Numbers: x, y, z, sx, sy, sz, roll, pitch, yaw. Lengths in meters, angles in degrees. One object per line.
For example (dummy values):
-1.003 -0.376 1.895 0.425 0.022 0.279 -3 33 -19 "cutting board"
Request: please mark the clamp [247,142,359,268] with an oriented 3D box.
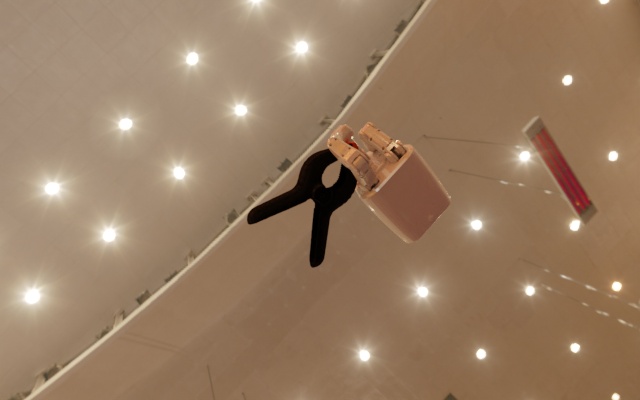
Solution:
0.000 0.002 0.629 0.120 0.171 0.039 47 -6 -27 "clamp"
